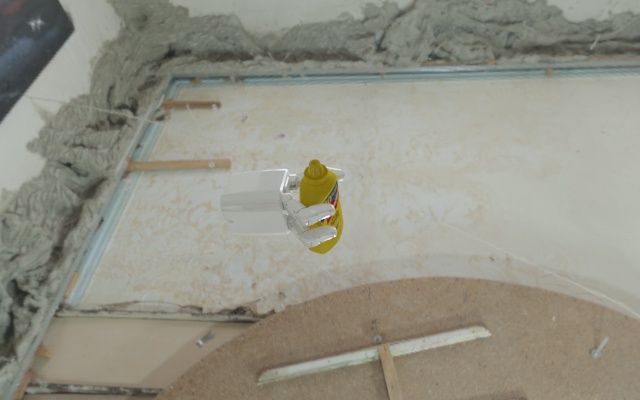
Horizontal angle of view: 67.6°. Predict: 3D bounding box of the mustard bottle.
[{"bbox_3d":[0.000,0.003,0.834,0.058,0.096,0.192,16,-37,22],"label":"mustard bottle"}]
